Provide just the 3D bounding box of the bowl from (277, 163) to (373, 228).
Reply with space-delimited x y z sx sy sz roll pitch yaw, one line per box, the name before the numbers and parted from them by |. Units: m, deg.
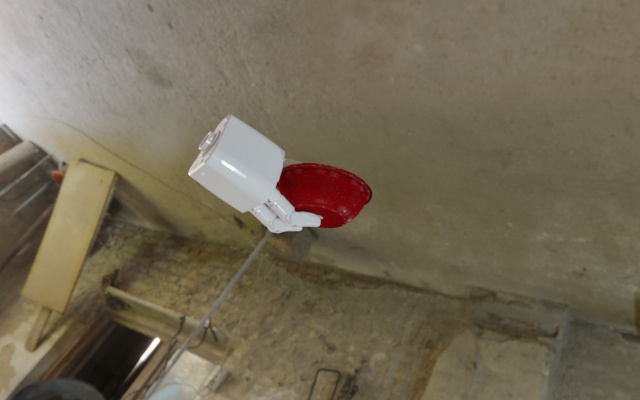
bowl | 0.001 0.003 0.770 0.162 0.055 0.162 9 -24 4
